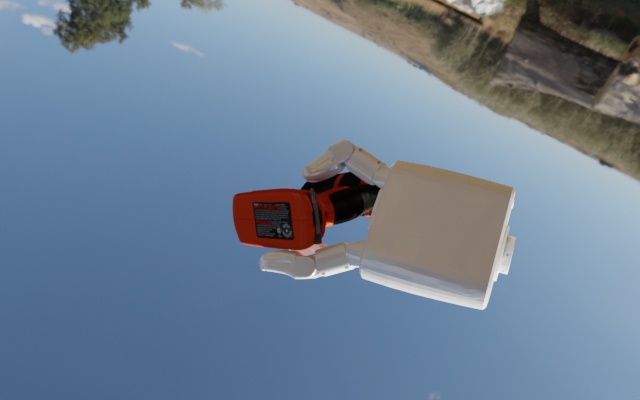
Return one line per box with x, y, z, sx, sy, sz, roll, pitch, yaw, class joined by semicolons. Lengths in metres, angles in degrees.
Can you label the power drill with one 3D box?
0.000;0.002;0.520;0.184;0.057;0.187;-3;9;43;power drill
